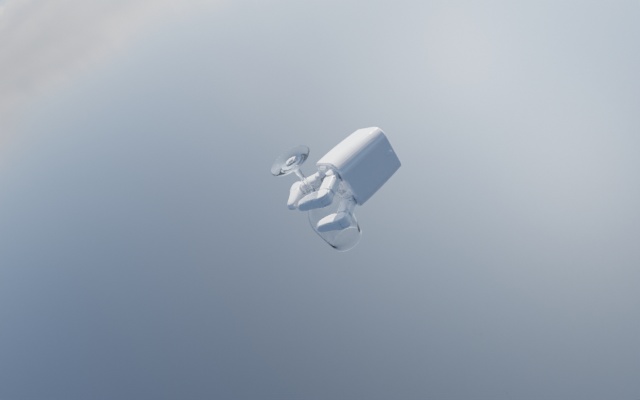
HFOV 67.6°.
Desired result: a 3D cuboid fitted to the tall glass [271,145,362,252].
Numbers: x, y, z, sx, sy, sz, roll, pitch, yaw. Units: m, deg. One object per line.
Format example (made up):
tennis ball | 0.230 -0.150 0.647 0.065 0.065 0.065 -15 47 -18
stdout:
tall glass | 0.000 0.002 0.833 0.079 0.079 0.201 0 -44 43
